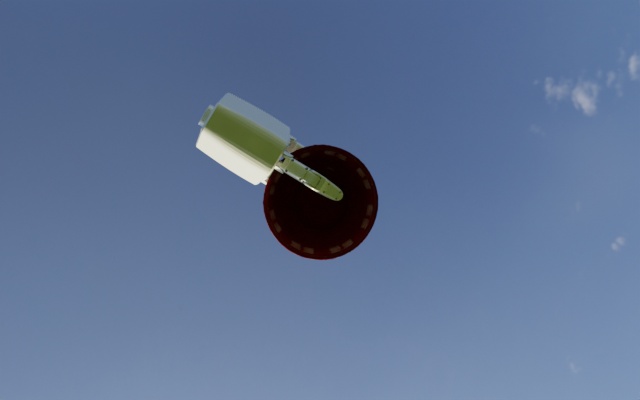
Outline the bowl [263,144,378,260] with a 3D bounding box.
[{"bbox_3d":[0.001,0.003,0.692,0.162,0.162,0.055,0,1,-1],"label":"bowl"}]
